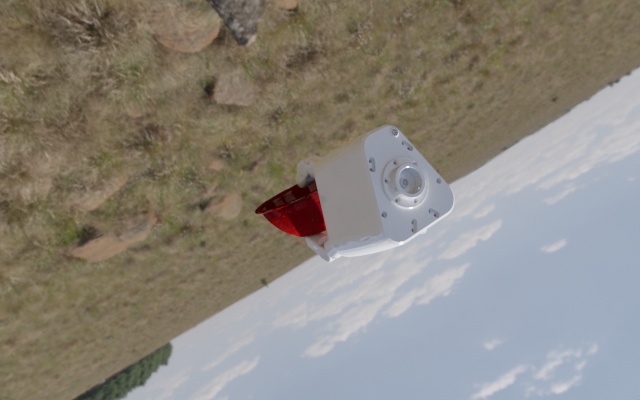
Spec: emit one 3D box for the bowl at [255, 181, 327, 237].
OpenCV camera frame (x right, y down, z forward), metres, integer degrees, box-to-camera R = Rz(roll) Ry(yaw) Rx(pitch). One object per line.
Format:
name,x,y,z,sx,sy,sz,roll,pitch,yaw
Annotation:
bowl,0.000,0.002,0.613,0.162,0.055,0.162,-24,9,4
